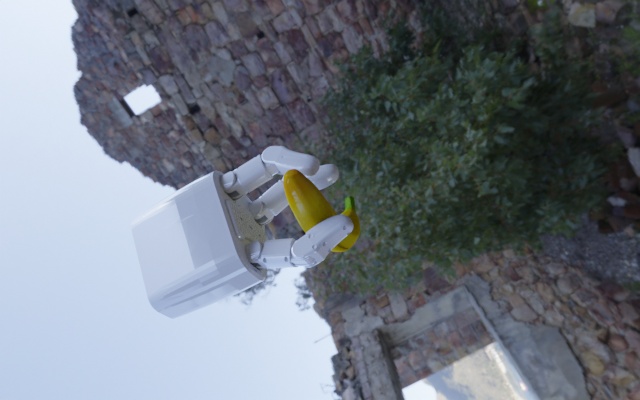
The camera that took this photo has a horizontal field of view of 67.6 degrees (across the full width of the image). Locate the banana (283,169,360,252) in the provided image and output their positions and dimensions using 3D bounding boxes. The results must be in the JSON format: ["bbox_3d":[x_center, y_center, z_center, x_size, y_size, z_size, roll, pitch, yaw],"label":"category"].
[{"bbox_3d":[0.007,0.019,0.493,0.037,0.069,0.198,-24,-14,13],"label":"banana"}]
